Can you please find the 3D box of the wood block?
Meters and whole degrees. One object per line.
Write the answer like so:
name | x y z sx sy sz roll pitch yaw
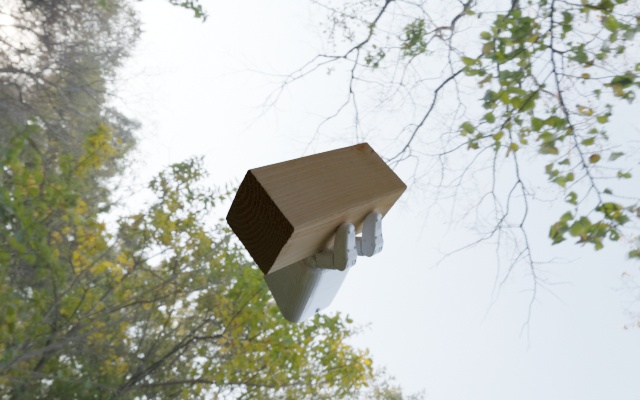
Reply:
wood block | 0.000 0.002 0.595 0.206 0.090 0.090 -19 -29 -44
